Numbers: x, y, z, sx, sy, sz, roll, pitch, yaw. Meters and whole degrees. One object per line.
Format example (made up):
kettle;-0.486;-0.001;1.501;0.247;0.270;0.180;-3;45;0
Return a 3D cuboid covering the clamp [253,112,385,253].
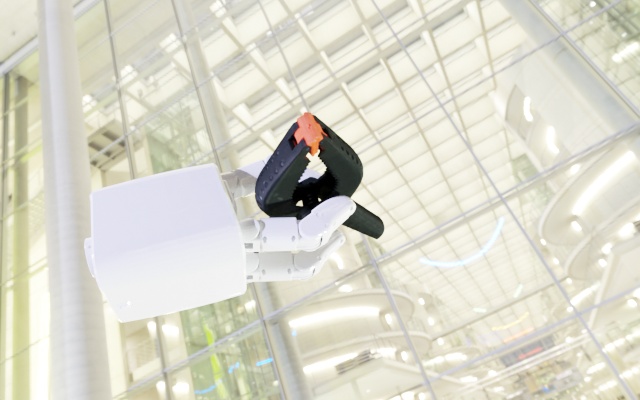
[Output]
clamp;0.000;0.001;0.433;0.164;0.036;0.210;-14;-32;-17
